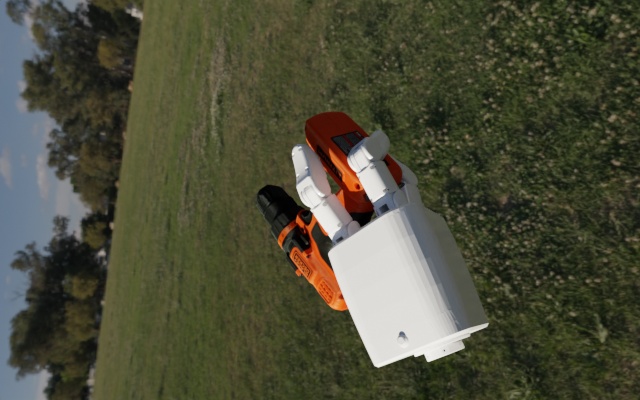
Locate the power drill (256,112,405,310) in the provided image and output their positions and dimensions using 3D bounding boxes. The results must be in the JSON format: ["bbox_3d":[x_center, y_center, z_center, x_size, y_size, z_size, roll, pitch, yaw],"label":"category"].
[{"bbox_3d":[0.000,0.002,0.510,0.057,0.188,0.184,-23,58,-34],"label":"power drill"}]
